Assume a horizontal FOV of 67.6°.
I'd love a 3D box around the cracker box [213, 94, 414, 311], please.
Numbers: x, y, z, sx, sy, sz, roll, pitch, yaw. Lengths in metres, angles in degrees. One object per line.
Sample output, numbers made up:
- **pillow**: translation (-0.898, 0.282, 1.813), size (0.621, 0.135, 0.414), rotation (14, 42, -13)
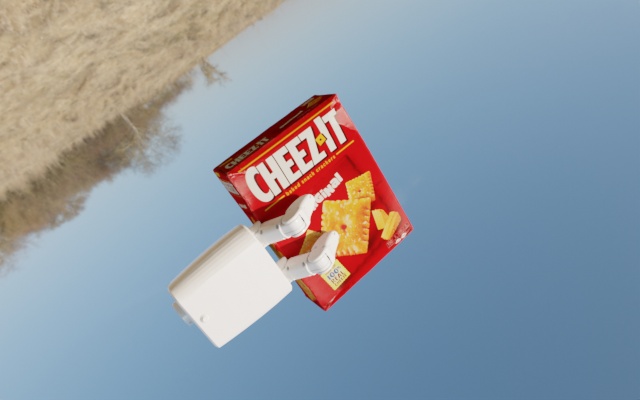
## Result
- **cracker box**: translation (0.000, 0.002, 0.593), size (0.164, 0.214, 0.072), rotation (-39, 23, -16)
